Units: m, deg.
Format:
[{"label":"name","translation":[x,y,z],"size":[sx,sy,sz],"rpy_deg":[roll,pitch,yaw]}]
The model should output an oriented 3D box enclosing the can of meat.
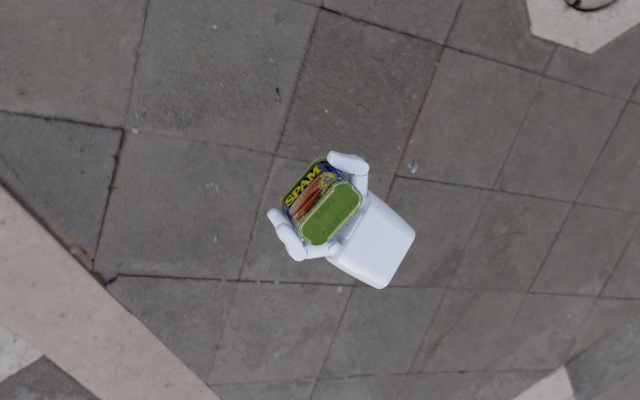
[{"label":"can of meat","translation":[0.000,0.002,0.650],"size":[0.057,0.102,0.084],"rpy_deg":[38,7,-31]}]
